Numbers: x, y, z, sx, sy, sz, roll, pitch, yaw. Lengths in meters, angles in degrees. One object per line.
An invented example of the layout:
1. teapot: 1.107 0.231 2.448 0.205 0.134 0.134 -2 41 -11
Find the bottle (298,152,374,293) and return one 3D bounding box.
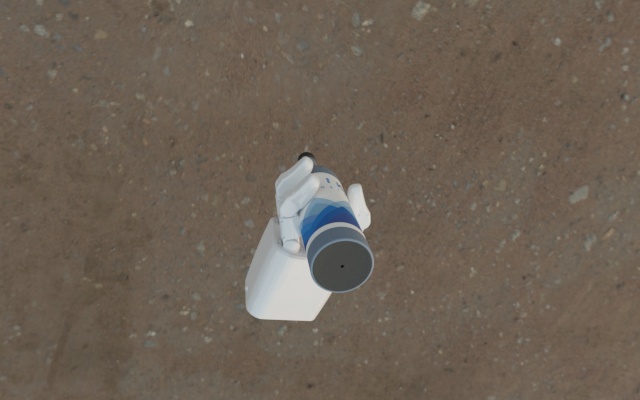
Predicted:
1. bottle: 0.000 0.002 0.614 0.069 0.069 0.295 0 26 -10
